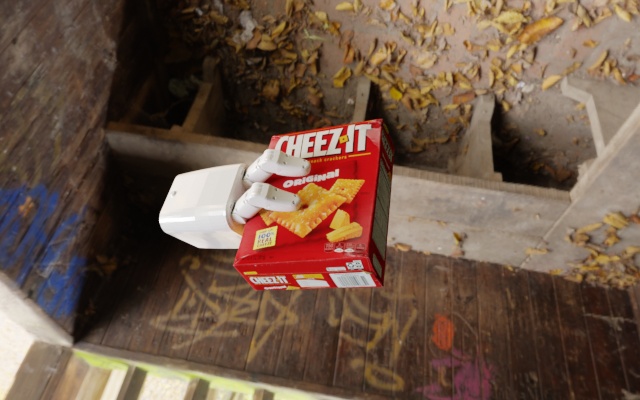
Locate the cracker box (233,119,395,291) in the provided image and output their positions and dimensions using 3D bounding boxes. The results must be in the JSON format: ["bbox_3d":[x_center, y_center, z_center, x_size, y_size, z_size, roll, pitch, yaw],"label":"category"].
[{"bbox_3d":[0.000,0.002,0.597,0.164,0.213,0.072,-5,-39,21],"label":"cracker box"}]
